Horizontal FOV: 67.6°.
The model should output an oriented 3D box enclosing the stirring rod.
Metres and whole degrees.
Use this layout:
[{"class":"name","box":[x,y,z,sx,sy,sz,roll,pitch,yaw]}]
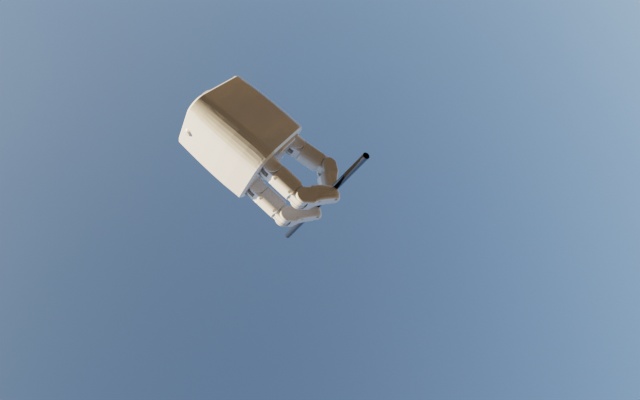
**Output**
[{"class":"stirring rod","box":[0.000,0.002,0.606,0.011,0.011,0.240,0,-24,-26]}]
